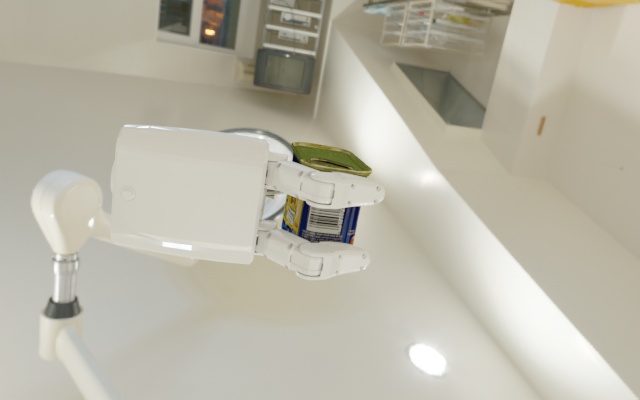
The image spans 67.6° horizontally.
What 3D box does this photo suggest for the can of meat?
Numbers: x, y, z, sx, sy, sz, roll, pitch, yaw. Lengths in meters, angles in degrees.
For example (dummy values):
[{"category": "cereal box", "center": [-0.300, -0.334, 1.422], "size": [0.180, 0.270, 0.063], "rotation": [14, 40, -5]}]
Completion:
[{"category": "can of meat", "center": [0.000, 0.002, 0.411], "size": [0.057, 0.084, 0.102], "rotation": [7, 15, -12]}]
